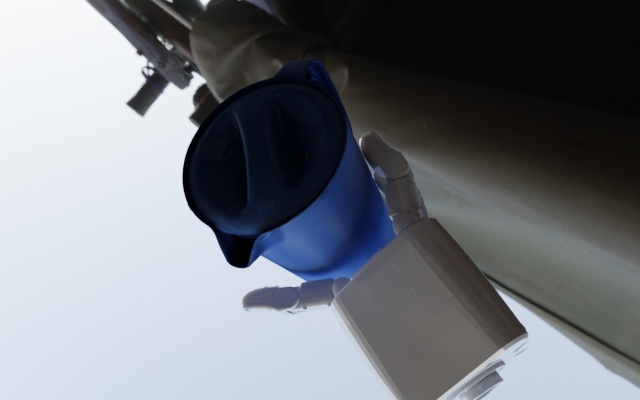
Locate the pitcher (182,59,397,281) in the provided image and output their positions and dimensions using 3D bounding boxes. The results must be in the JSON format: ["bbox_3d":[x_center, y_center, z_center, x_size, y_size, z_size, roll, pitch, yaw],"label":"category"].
[{"bbox_3d":[0.000,0.002,0.443,0.149,0.145,0.243,-37,-33,2],"label":"pitcher"}]
